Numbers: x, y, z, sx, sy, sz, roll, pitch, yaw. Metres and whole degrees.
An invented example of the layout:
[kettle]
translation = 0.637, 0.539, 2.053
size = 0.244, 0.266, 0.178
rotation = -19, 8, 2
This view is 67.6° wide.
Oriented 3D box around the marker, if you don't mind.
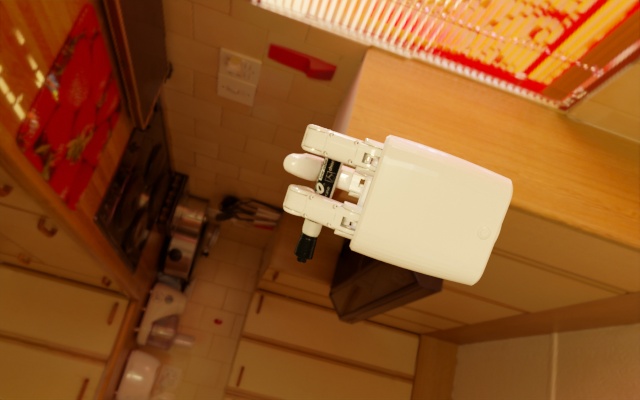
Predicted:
[marker]
translation = 0.000, 0.001, 0.447
size = 0.020, 0.121, 0.020
rotation = 18, 9, -3
